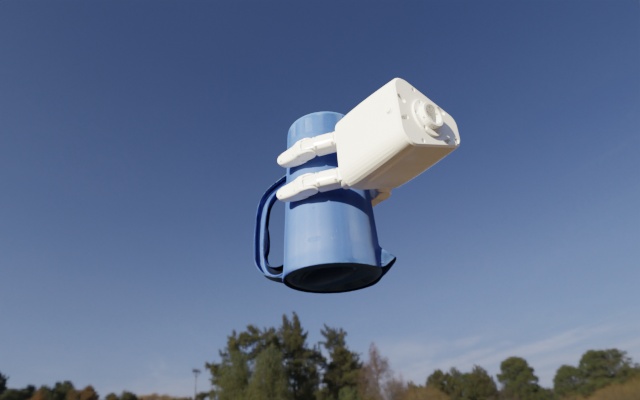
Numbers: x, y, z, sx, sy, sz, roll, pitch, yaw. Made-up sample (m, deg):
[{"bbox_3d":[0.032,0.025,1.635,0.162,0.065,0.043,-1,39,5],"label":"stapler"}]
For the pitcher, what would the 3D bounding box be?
[{"bbox_3d":[0.000,0.002,0.672,0.149,0.242,0.145,14,-32,-32],"label":"pitcher"}]
